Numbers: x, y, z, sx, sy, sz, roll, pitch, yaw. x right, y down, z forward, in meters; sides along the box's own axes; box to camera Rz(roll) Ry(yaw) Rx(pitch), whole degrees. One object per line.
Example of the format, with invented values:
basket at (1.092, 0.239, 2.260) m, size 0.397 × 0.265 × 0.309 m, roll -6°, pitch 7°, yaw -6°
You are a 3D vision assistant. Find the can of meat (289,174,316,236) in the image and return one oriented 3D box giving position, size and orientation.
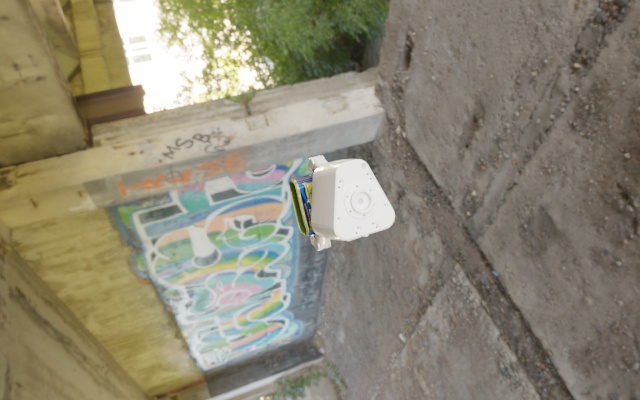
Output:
can of meat at (0.000, 0.003, 0.797) m, size 0.084 × 0.102 × 0.057 m, roll -15°, pitch 8°, yaw -16°
